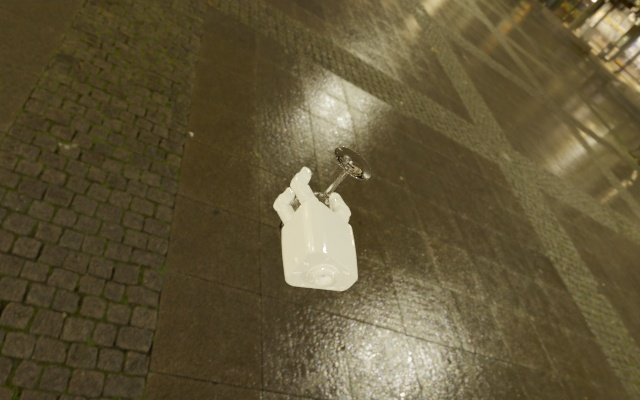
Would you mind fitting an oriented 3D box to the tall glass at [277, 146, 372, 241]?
[{"bbox_3d":[0.001,0.002,0.831,0.079,0.079,0.201,0,-40,-44],"label":"tall glass"}]
